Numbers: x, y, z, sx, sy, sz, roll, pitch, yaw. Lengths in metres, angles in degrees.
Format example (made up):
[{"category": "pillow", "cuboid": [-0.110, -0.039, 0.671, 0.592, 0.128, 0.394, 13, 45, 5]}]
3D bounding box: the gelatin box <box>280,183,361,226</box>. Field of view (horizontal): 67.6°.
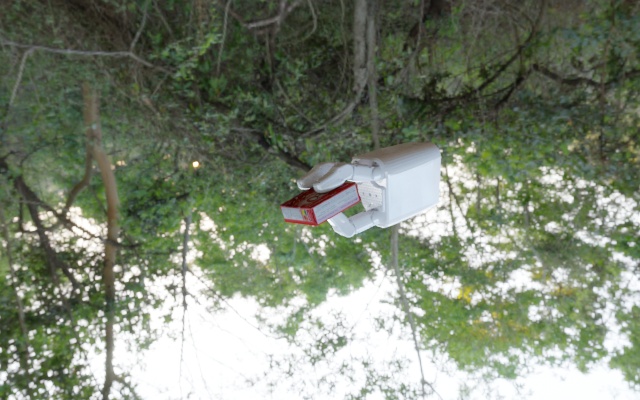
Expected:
[{"category": "gelatin box", "cuboid": [0.000, 0.003, 0.665, 0.089, 0.030, 0.073, -29, 21, -34]}]
